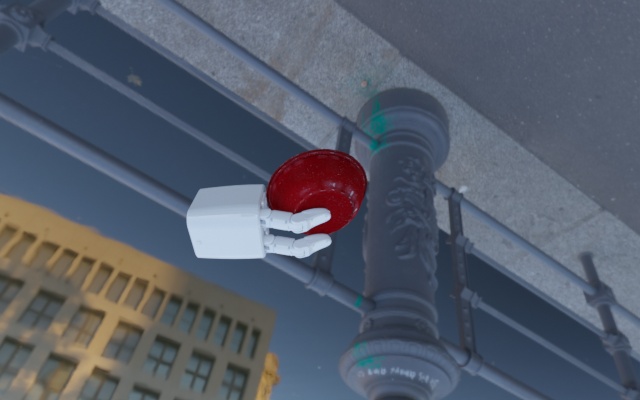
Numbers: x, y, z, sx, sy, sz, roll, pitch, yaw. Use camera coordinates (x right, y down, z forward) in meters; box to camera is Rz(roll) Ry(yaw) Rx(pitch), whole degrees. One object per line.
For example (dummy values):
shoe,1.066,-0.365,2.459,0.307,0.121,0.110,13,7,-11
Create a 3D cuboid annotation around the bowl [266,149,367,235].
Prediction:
bowl,0.001,0.002,0.730,0.162,0.162,0.055,0,40,-15
